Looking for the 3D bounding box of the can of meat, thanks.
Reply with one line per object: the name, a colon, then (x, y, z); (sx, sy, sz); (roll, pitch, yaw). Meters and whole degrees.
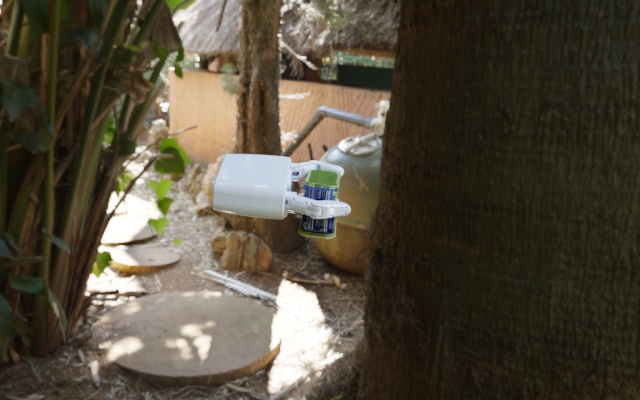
can of meat: (0.000, 0.002, 0.746); (0.057, 0.084, 0.102); (6, 17, 2)
